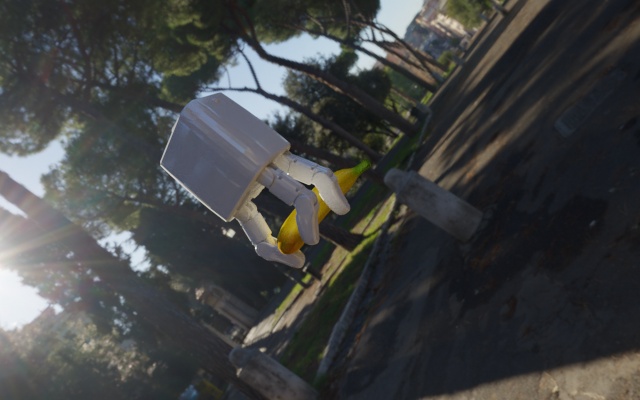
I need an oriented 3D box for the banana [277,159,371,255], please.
[{"bbox_3d":[-0.007,0.009,0.601,0.197,0.037,0.070,-48,1,-41],"label":"banana"}]
